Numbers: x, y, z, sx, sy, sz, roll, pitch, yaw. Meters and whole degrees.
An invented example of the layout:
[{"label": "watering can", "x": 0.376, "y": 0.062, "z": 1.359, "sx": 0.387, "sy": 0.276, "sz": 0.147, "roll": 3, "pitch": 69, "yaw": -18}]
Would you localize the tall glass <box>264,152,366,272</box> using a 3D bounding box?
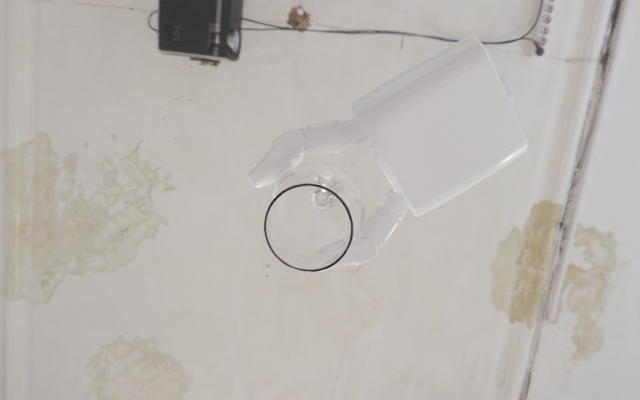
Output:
[{"label": "tall glass", "x": 0.000, "y": 0.001, "z": 0.419, "sx": 0.079, "sy": 0.079, "sz": 0.201, "roll": 0, "pitch": 11, "yaw": 5}]
